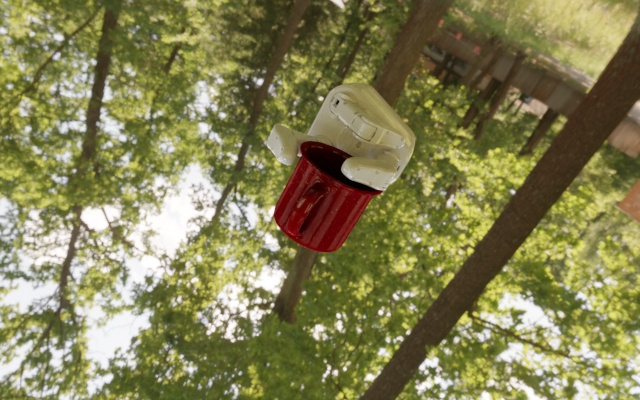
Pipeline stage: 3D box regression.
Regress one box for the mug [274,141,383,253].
[{"bbox_3d":[0.000,0.002,0.475,0.093,0.081,0.117,33,24,7],"label":"mug"}]
